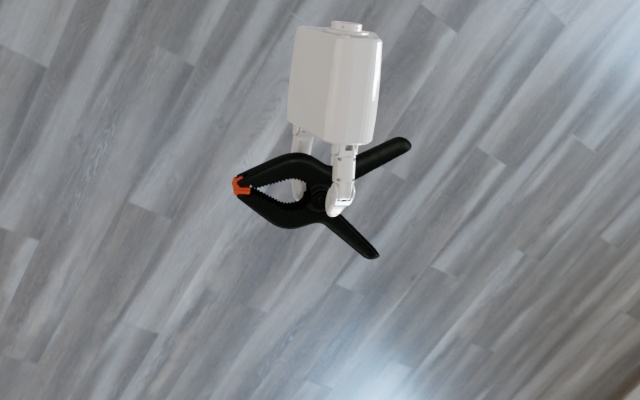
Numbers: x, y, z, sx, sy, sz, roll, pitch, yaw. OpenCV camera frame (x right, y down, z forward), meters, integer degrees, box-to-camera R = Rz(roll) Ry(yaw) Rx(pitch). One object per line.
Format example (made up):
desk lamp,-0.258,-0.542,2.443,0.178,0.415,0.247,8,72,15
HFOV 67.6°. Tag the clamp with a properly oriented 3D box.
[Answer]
clamp,0.000,0.002,0.573,0.210,0.165,0.036,-1,24,-15
